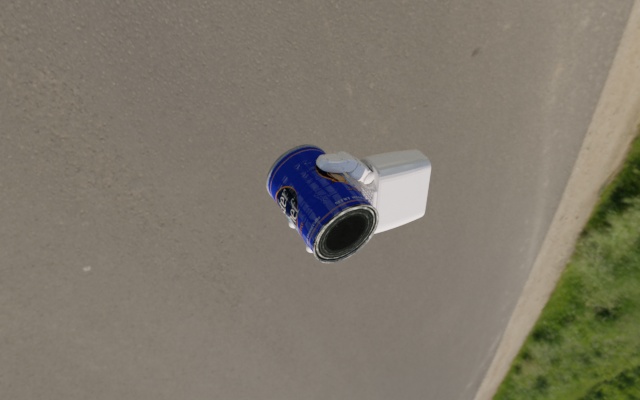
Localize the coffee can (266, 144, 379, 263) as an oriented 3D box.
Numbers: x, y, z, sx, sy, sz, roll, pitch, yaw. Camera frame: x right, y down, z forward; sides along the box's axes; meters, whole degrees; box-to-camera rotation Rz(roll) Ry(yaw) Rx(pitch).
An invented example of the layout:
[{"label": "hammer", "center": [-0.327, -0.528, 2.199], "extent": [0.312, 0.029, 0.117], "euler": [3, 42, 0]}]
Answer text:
[{"label": "coffee can", "center": [0.000, 0.002, 0.667], "extent": [0.103, 0.103, 0.140], "euler": [0, 39, -40]}]
